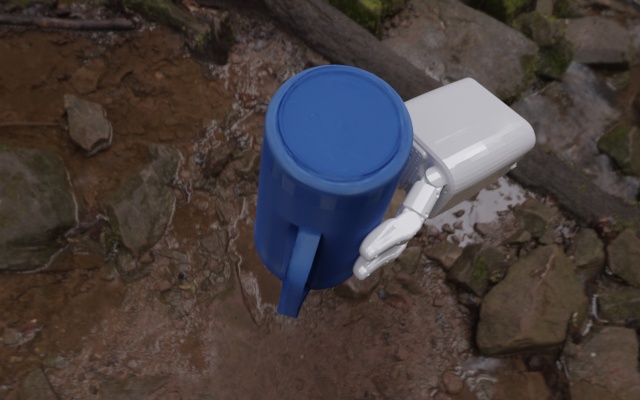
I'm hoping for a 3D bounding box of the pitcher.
[{"bbox_3d":[0.000,0.001,0.438,0.145,0.149,0.243,-24,-18,-15],"label":"pitcher"}]
